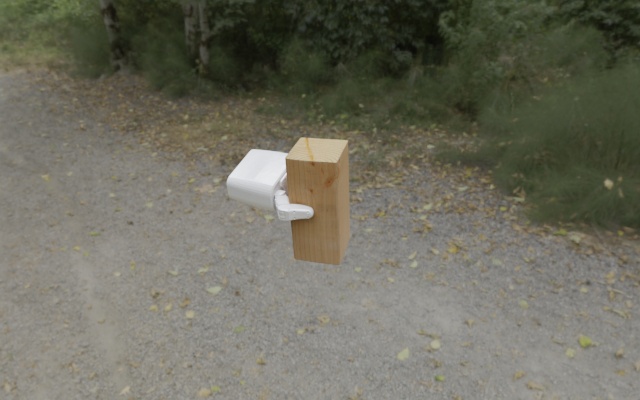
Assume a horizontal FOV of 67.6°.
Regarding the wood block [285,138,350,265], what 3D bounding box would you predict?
[{"bbox_3d":[0.000,0.003,0.852,0.090,0.206,0.090,6,32,15],"label":"wood block"}]
